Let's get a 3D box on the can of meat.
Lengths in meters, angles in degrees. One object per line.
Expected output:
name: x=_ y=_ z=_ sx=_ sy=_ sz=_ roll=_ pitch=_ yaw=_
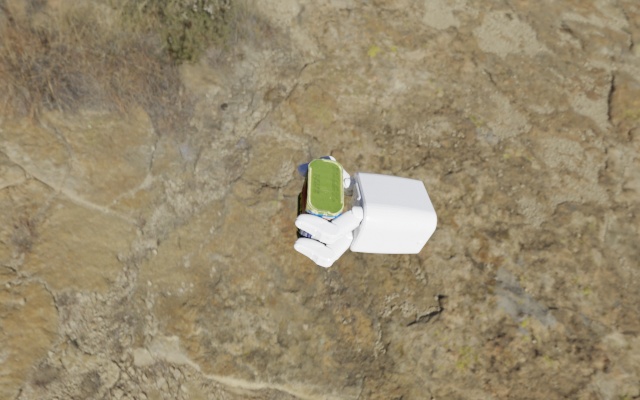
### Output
can of meat: x=0.000 y=0.002 z=0.692 sx=0.057 sy=0.102 sz=0.084 roll=7 pitch=-37 yaw=-9
